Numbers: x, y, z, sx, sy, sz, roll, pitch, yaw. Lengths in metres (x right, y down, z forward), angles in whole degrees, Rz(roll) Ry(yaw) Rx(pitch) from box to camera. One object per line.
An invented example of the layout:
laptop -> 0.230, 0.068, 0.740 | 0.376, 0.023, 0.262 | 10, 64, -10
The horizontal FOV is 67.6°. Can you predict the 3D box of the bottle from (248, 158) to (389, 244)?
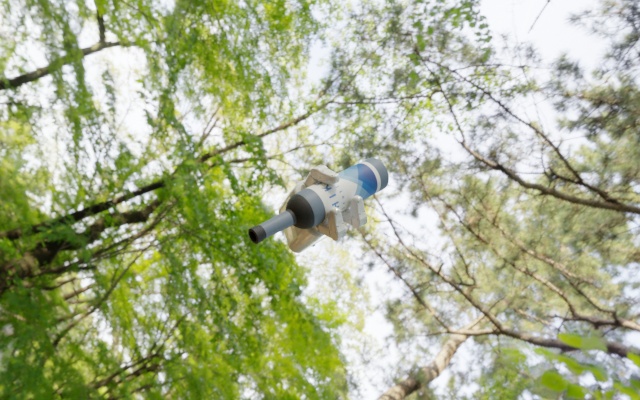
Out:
bottle -> 0.000, 0.003, 0.846 | 0.295, 0.069, 0.069 | -27, 16, -34
